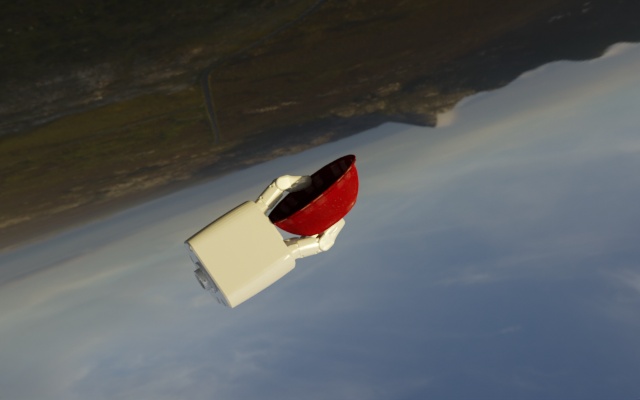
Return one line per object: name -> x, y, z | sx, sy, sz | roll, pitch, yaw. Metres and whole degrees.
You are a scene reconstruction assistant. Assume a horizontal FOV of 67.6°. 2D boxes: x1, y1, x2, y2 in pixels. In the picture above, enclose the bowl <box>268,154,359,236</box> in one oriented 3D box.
bowl -> 0.001, 0.002, 0.698 | 0.162, 0.055, 0.162 | -36, 13, 10
